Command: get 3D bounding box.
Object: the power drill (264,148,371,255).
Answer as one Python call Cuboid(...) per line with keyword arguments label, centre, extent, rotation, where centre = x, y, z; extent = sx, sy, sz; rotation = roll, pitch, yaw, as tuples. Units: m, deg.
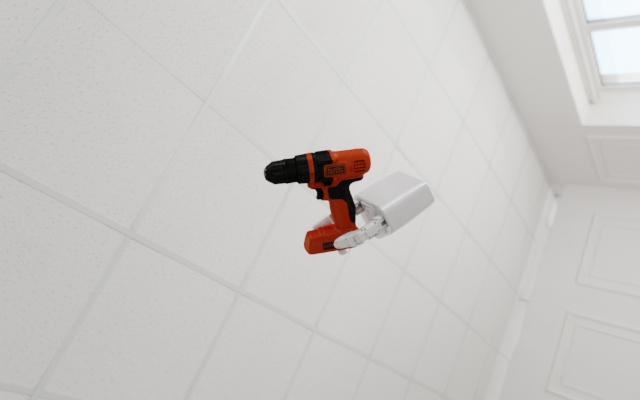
Cuboid(label="power drill", centre=(0.000, 0.003, 0.843), extent=(0.184, 0.188, 0.057), rotation=(-8, 29, -6))
